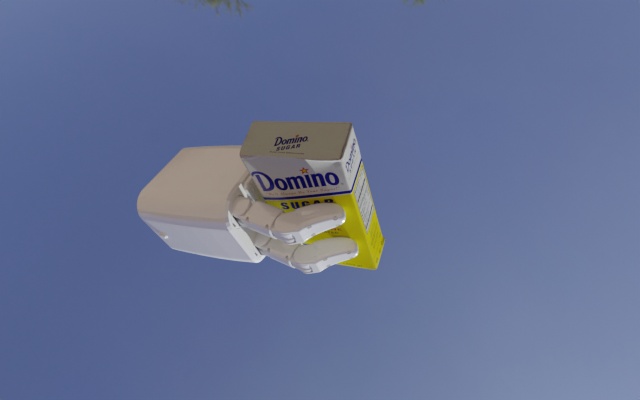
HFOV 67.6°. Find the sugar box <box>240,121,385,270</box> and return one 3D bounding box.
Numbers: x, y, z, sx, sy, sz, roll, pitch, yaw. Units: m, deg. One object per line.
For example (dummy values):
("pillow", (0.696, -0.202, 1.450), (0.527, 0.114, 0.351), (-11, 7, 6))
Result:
("sugar box", (0.000, 0.002, 0.450), (0.093, 0.048, 0.176), (4, -32, 22))
